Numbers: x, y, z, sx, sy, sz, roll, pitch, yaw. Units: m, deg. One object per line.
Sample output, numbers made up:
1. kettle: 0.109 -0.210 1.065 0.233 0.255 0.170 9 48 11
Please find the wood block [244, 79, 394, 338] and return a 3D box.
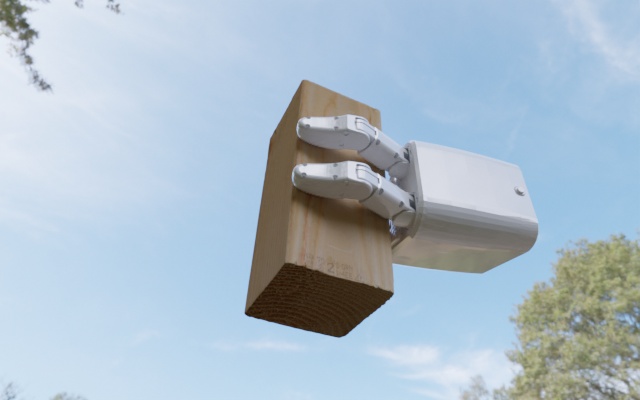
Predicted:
1. wood block: 0.000 0.002 0.427 0.090 0.206 0.091 18 -43 -18
